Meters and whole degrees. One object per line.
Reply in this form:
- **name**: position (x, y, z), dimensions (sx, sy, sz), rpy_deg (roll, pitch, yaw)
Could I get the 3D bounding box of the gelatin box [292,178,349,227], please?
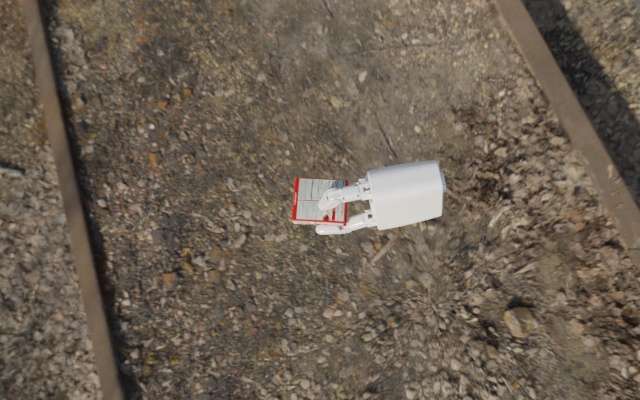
- **gelatin box**: position (0.000, 0.002, 0.780), dimensions (0.089, 0.073, 0.030), rpy_deg (3, -14, 4)
